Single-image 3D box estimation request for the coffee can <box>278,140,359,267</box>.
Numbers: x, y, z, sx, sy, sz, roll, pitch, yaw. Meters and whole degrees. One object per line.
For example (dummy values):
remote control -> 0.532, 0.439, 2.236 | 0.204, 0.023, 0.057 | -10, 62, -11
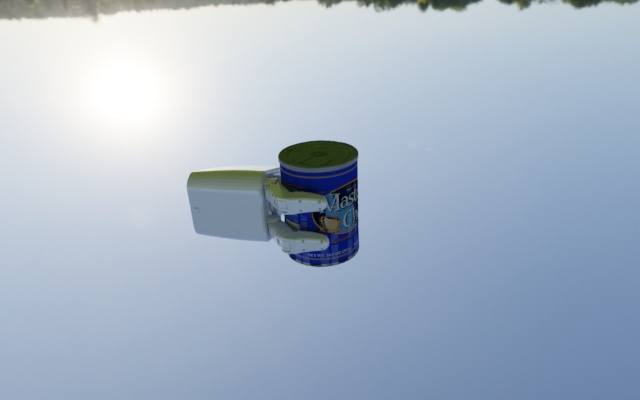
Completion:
coffee can -> 0.000, 0.002, 0.637 | 0.103, 0.140, 0.102 | -2, 25, 1
